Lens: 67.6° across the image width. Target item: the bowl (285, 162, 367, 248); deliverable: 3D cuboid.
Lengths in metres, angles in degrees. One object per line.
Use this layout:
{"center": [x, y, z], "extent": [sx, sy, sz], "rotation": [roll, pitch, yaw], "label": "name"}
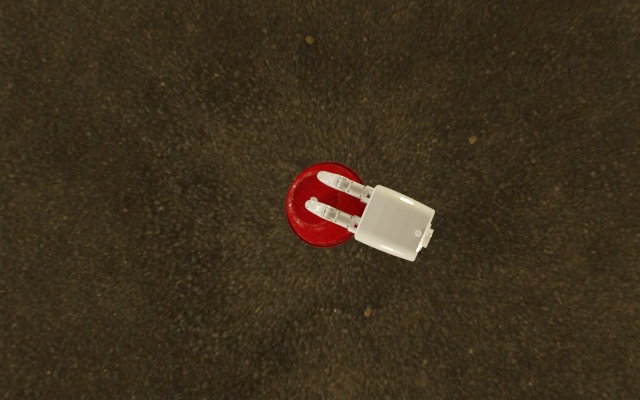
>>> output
{"center": [-0.001, 0.003, 0.860], "extent": [0.162, 0.162, 0.055], "rotation": [0, -9, 21], "label": "bowl"}
